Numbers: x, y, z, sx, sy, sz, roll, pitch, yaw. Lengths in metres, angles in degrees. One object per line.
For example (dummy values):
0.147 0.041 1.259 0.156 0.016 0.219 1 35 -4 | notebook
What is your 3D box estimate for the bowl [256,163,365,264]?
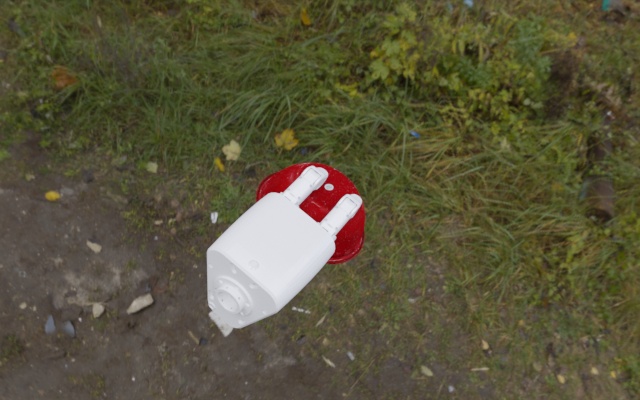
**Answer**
0.001 0.001 0.625 0.162 0.162 0.055 0 -42 -37 | bowl
